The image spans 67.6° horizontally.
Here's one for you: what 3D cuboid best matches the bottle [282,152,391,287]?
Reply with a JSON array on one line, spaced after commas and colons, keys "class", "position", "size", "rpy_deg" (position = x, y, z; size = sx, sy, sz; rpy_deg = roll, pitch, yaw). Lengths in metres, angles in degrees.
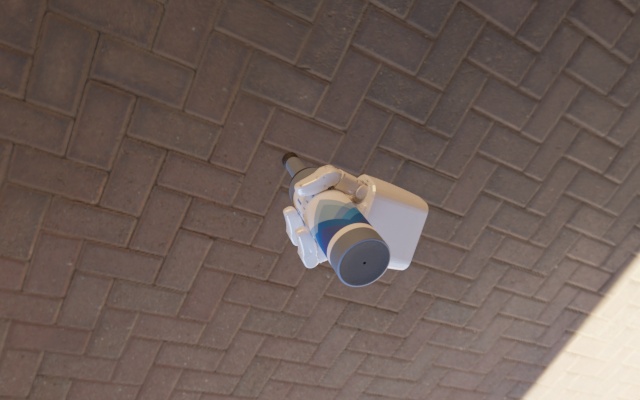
[{"class": "bottle", "position": [0.000, 0.002, 0.656], "size": [0.069, 0.069, 0.295], "rpy_deg": [0, 28, -23]}]
